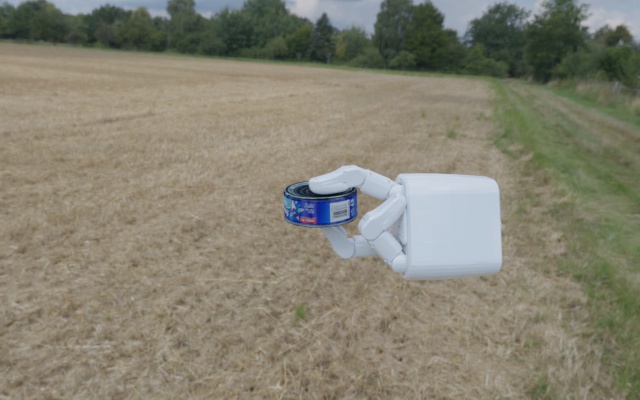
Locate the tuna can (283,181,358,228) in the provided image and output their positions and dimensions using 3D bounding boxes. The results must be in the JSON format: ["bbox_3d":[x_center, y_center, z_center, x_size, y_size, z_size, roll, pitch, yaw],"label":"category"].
[{"bbox_3d":[0.000,0.001,0.549,0.086,0.034,0.086,-2,16,0],"label":"tuna can"}]
